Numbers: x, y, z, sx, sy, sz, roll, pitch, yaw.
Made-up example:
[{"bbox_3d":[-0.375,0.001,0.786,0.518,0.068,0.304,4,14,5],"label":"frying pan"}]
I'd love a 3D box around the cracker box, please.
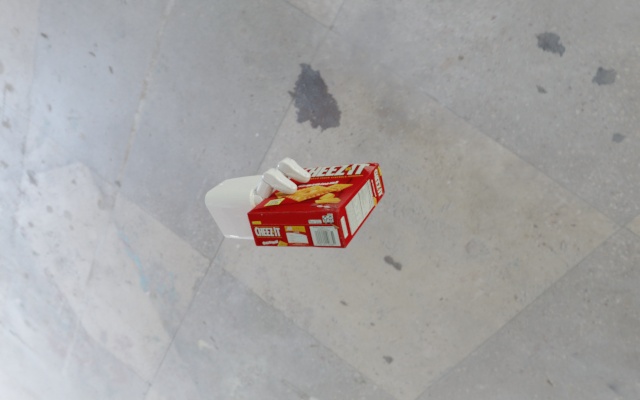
[{"bbox_3d":[0.000,0.003,0.826,0.164,0.072,0.213,-2,23,26],"label":"cracker box"}]
